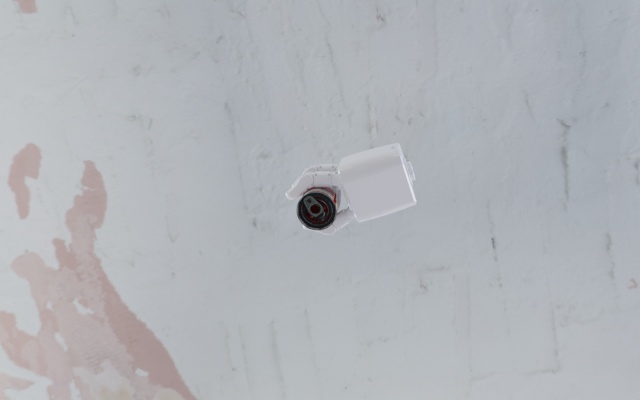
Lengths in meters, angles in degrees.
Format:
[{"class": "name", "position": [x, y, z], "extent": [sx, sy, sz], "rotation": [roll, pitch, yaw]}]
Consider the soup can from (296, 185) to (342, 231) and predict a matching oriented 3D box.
[{"class": "soup can", "position": [0.000, 0.003, 0.836], "extent": [0.068, 0.068, 0.102], "rotation": [0, 18, 8]}]
